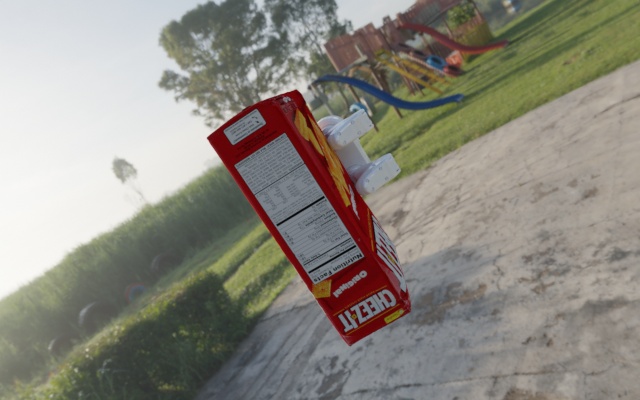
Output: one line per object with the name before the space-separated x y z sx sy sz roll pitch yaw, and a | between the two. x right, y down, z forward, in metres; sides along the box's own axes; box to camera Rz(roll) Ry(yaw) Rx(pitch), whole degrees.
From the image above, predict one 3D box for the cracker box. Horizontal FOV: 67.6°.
cracker box | 0.000 0.001 0.458 0.072 0.214 0.164 -31 10 11
